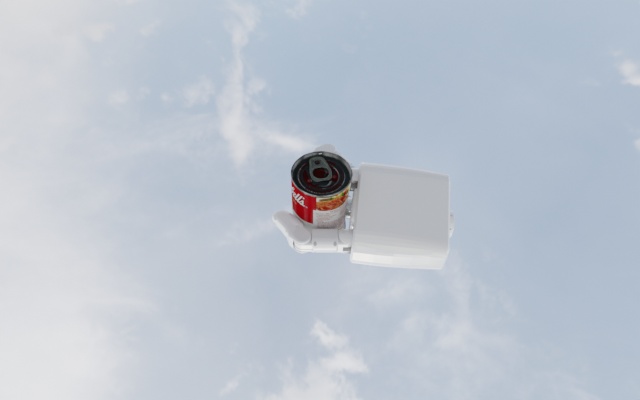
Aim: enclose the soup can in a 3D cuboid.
[{"bbox_3d":[0.000,0.002,0.560,0.068,0.068,0.102,0,-40,-2],"label":"soup can"}]
